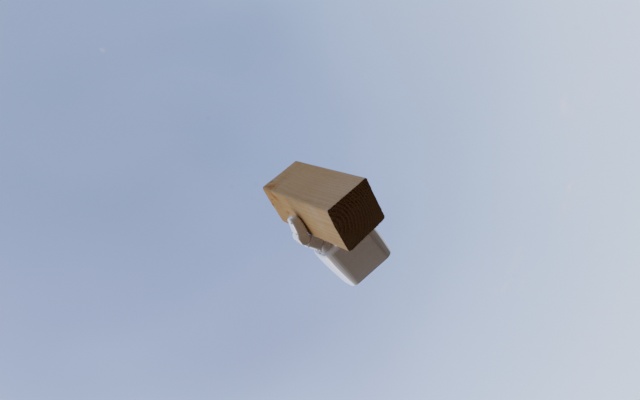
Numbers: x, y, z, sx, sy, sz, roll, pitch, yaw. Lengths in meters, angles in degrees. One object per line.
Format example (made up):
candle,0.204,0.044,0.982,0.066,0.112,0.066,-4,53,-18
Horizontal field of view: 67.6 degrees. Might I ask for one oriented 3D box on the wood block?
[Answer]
wood block,0.000,0.003,0.838,0.091,0.090,0.206,-41,32,-21
